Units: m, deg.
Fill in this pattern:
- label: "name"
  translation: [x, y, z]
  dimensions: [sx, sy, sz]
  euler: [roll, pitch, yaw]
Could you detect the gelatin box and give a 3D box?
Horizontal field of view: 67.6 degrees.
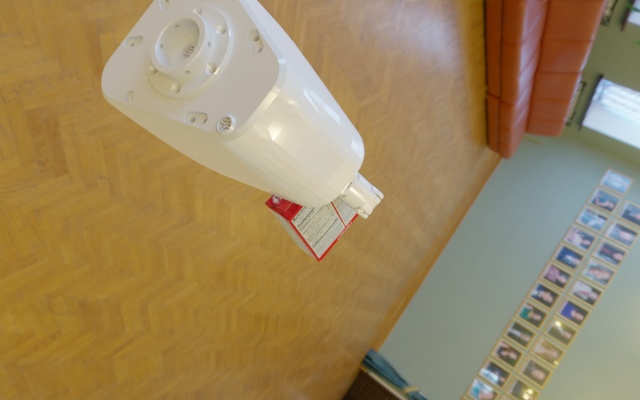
- label: "gelatin box"
  translation: [0.001, 0.002, 0.400]
  dimensions: [0.030, 0.073, 0.089]
  euler: [32, -14, 31]
